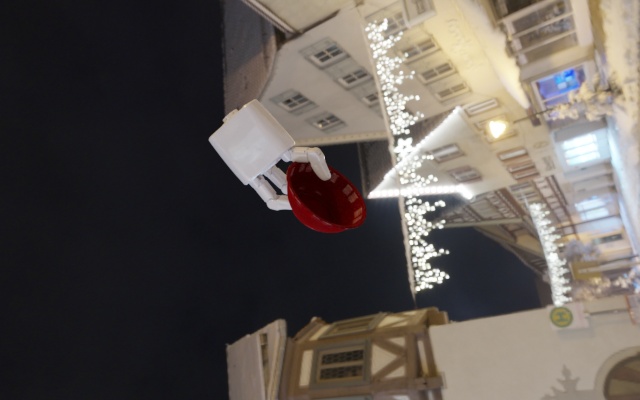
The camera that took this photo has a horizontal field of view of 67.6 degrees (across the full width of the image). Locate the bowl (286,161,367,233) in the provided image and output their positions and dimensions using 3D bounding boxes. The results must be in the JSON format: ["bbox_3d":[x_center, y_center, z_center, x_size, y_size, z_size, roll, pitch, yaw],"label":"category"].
[{"bbox_3d":[0.001,0.004,0.839,0.162,0.162,0.055,0,-42,-42],"label":"bowl"}]
